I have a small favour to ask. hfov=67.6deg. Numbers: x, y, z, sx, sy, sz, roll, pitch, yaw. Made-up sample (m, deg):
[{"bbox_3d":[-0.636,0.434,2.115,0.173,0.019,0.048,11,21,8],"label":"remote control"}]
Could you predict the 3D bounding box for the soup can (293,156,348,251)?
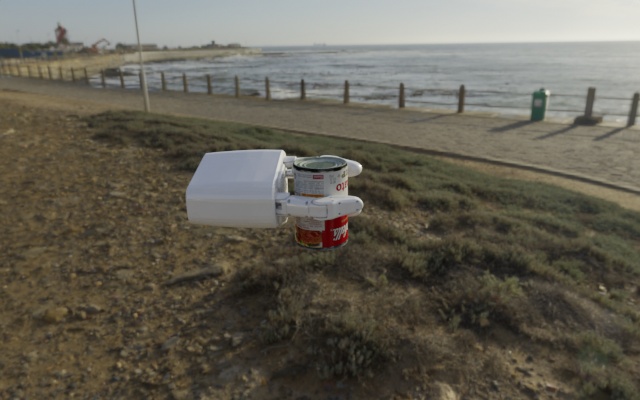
[{"bbox_3d":[0.001,0.002,0.590,0.068,0.102,0.068,-1,18,0],"label":"soup can"}]
